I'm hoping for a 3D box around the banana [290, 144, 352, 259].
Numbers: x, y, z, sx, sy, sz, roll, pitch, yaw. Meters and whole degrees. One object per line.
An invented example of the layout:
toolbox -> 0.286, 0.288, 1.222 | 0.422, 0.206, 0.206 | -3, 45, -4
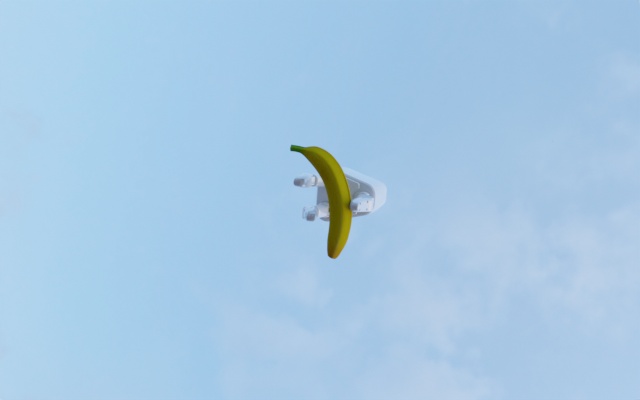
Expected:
banana -> 0.016, -0.007, 0.770 | 0.069, 0.198, 0.037 | -19, 0, 18
